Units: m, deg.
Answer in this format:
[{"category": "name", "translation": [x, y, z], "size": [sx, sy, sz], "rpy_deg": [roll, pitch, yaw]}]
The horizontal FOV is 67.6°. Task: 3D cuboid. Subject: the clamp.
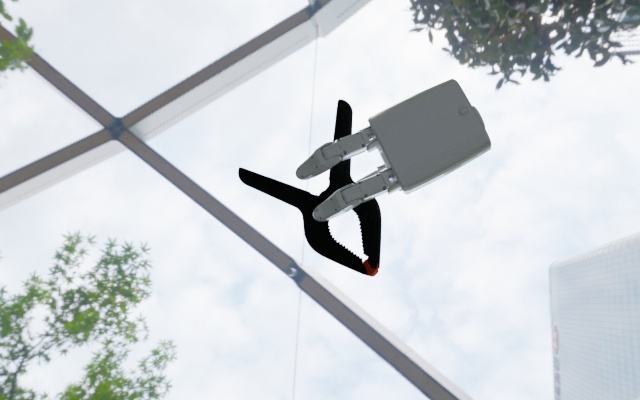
[{"category": "clamp", "translation": [0.001, 0.002, 0.570], "size": [0.164, 0.210, 0.036], "rpy_deg": [-27, -16, 10]}]
